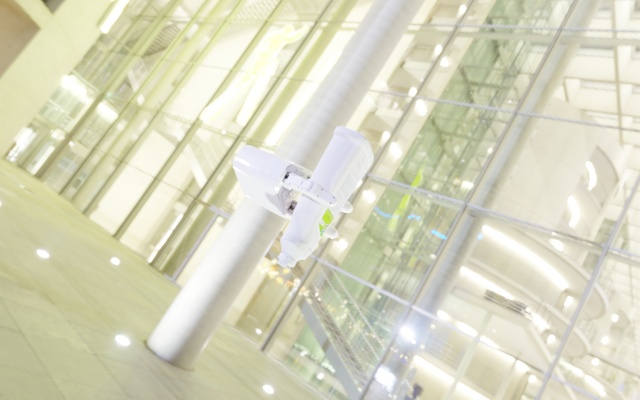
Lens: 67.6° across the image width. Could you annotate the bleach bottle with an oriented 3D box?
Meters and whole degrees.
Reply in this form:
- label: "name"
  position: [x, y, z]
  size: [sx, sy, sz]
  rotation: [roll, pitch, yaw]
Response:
- label: "bleach bottle"
  position: [0.000, 0.003, 0.817]
  size: [0.068, 0.250, 0.103]
  rotation: [26, -13, 25]
